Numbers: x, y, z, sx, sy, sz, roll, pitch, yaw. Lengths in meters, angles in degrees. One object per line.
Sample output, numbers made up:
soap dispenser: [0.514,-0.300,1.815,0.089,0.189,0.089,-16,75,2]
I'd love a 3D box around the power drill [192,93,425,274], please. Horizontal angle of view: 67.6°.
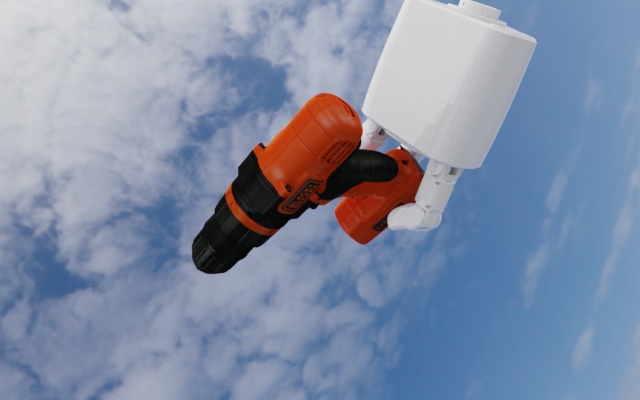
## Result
power drill: [0.000,0.001,0.418,0.184,0.057,0.187,-44,-27,26]
